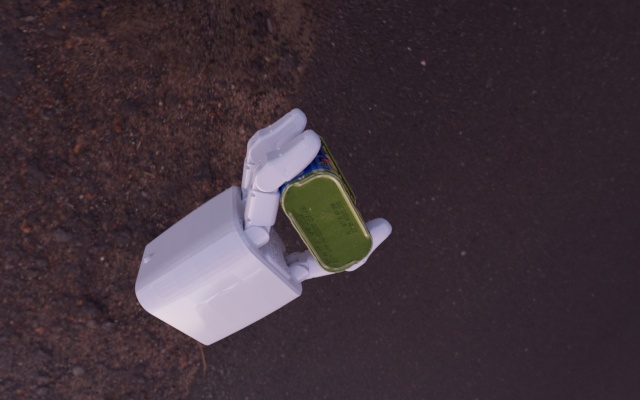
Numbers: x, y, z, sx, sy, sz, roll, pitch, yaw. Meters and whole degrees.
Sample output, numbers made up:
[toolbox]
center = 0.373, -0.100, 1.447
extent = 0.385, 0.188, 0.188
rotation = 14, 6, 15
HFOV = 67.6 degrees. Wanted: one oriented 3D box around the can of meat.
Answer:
[can of meat]
center = 0.000, 0.002, 0.420
extent = 0.057, 0.102, 0.084
rotation = -29, 29, 5
